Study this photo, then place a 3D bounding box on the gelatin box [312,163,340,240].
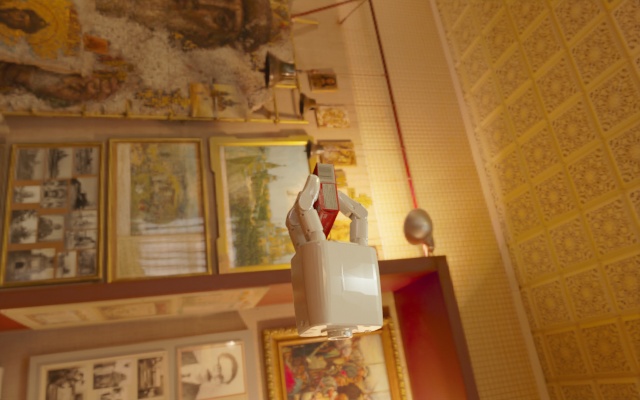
[{"bbox_3d":[0.001,0.002,0.687,0.030,0.089,0.073,6,-38,-14],"label":"gelatin box"}]
